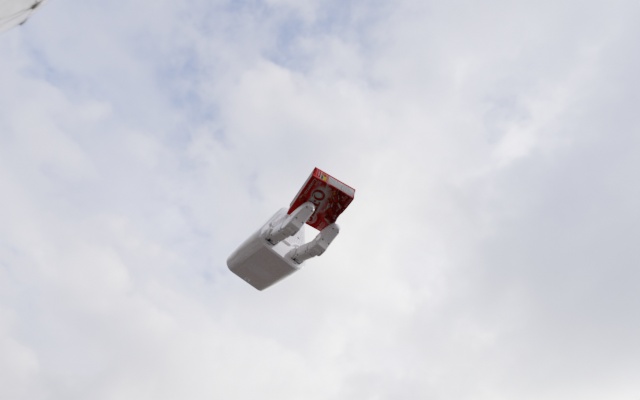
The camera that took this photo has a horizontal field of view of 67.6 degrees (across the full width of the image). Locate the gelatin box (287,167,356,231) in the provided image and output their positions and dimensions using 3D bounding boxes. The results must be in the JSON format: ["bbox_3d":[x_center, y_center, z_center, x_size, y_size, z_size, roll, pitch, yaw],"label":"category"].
[{"bbox_3d":[0.000,0.002,0.734,0.073,0.089,0.030,29,35,-10],"label":"gelatin box"}]
